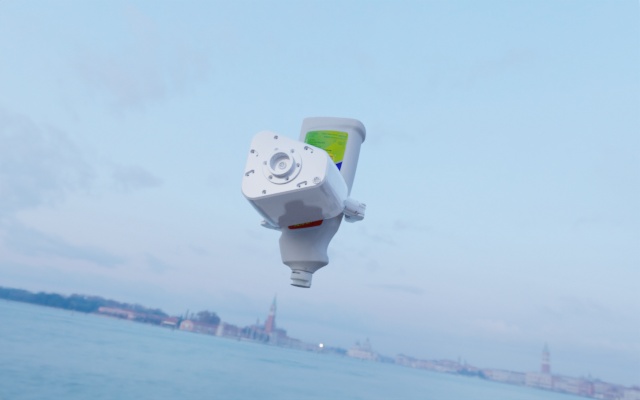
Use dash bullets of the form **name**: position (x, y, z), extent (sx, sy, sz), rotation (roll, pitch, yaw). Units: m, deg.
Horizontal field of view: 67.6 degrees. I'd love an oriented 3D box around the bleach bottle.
- **bleach bottle**: position (0.000, 0.002, 0.699), extent (0.102, 0.250, 0.068), rotation (5, -18, 14)
